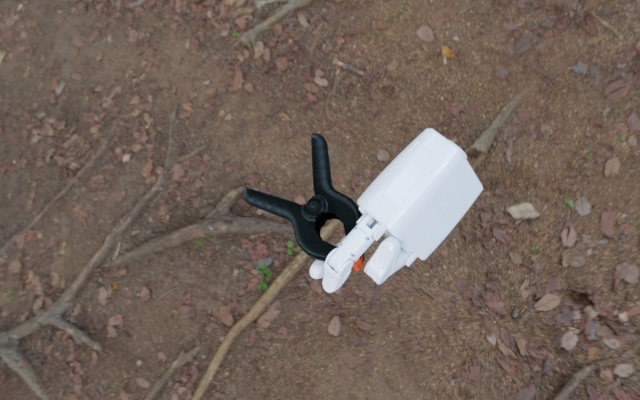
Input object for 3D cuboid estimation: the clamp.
[{"bbox_3d":[0.000,0.002,0.547,0.171,0.120,0.039,42,3,24],"label":"clamp"}]
